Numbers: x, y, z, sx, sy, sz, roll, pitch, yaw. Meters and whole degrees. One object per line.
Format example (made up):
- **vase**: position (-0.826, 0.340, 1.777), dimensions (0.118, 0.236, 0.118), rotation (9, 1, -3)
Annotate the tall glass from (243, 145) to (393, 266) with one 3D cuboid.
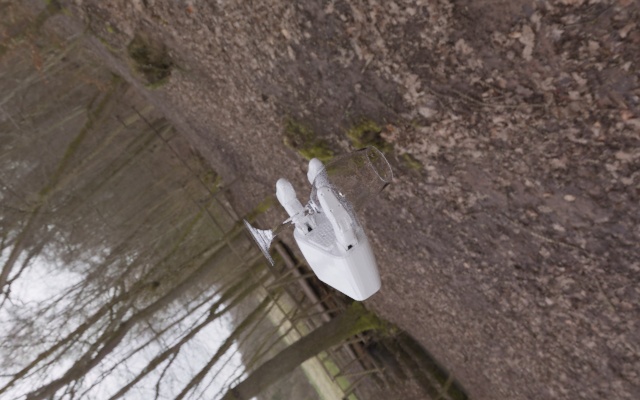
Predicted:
- **tall glass**: position (0.000, 0.002, 0.644), dimensions (0.201, 0.079, 0.079), rotation (-33, 7, -11)
